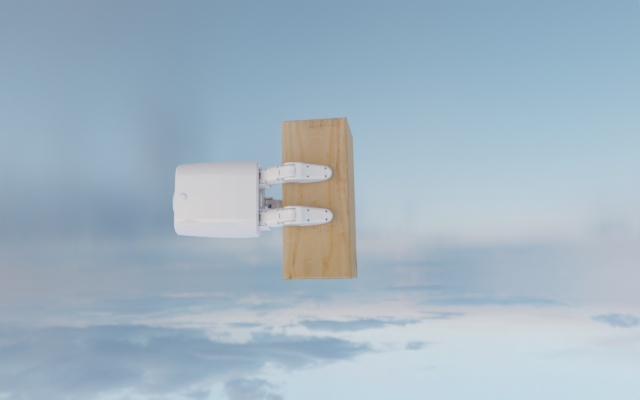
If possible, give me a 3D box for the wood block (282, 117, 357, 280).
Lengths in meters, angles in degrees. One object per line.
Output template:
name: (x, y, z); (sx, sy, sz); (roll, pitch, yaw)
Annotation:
wood block: (0.000, 0.002, 0.648); (0.090, 0.206, 0.091); (-2, -9, 8)
